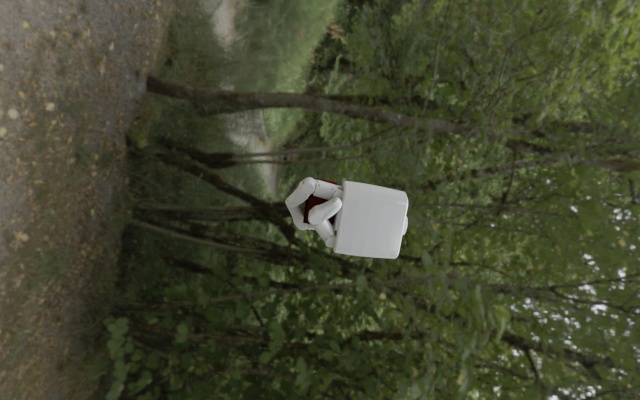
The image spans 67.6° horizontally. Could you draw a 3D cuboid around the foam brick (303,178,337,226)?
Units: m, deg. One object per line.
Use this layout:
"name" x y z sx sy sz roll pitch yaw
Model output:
"foam brick" 0.000 0.002 0.815 0.051 0.053 0.078 8 27 -3
